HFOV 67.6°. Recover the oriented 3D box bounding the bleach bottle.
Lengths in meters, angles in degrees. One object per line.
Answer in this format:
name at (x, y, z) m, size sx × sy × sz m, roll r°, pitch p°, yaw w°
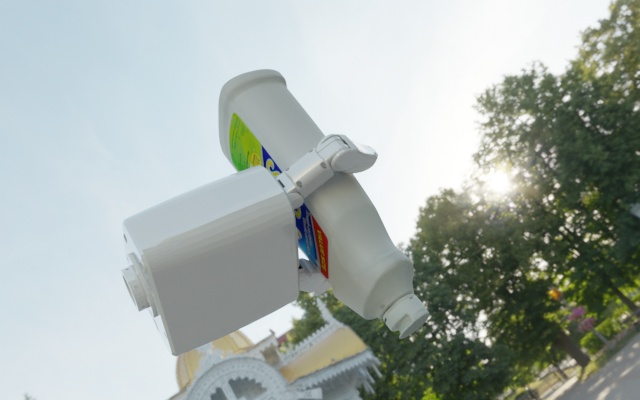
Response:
bleach bottle at (0.000, 0.001, 0.400) m, size 0.068 × 0.250 × 0.103 m, roll -23°, pitch -33°, yaw -28°
